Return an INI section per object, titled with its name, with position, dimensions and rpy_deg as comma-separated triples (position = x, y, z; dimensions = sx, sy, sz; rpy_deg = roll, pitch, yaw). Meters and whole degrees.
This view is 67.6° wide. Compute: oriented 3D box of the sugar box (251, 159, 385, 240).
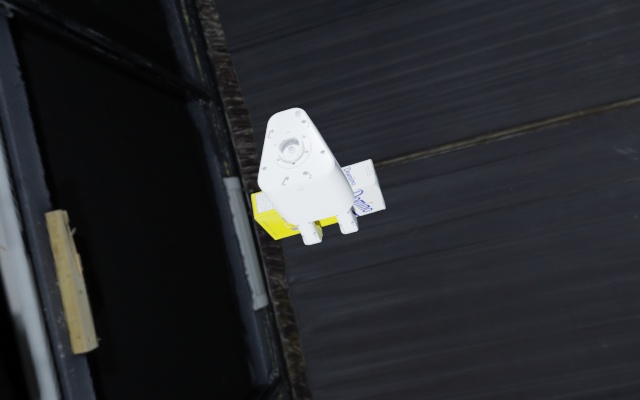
[sugar box]
position = 0.000, 0.003, 0.689
dimensions = 0.176, 0.048, 0.093
rpy_deg = -14, -26, 9
